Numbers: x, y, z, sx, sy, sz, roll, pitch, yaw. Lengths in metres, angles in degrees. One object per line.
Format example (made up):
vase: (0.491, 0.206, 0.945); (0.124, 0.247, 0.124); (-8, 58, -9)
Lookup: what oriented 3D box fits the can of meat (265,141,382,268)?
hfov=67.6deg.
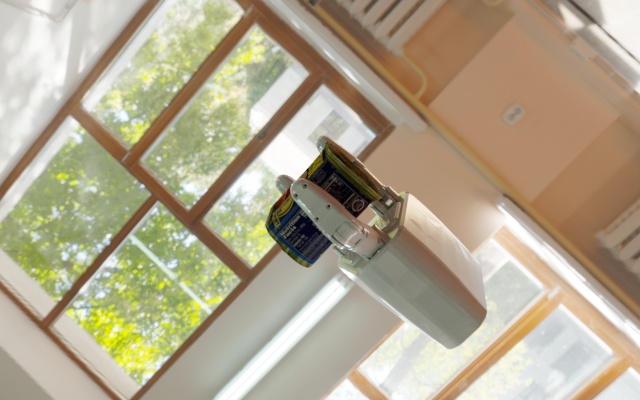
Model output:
can of meat: (0.000, 0.002, 0.413); (0.057, 0.084, 0.102); (41, 9, -9)
